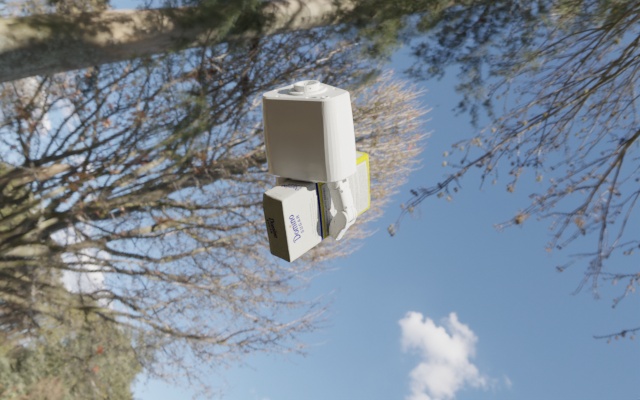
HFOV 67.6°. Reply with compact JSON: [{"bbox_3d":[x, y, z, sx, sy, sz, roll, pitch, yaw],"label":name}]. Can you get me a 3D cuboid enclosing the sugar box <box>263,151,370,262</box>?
[{"bbox_3d":[0.000,0.002,0.660,0.048,0.093,0.176,19,35,40],"label":"sugar box"}]
